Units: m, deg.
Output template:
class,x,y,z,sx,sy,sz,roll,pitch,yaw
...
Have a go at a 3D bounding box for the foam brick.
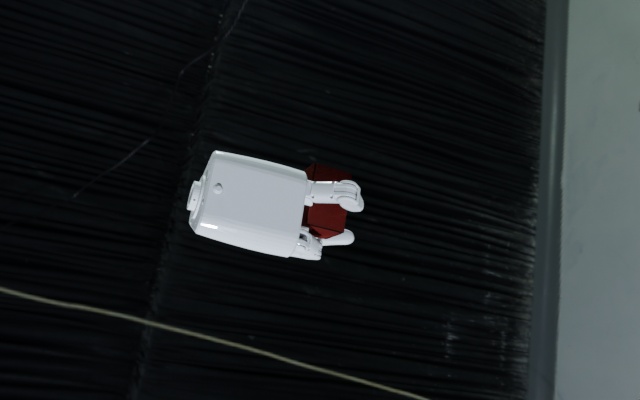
class,x,y,z,sx,sy,sz,roll,pitch,yaw
foam brick,0.000,0.002,0.579,0.051,0.078,0.053,15,-19,-20
